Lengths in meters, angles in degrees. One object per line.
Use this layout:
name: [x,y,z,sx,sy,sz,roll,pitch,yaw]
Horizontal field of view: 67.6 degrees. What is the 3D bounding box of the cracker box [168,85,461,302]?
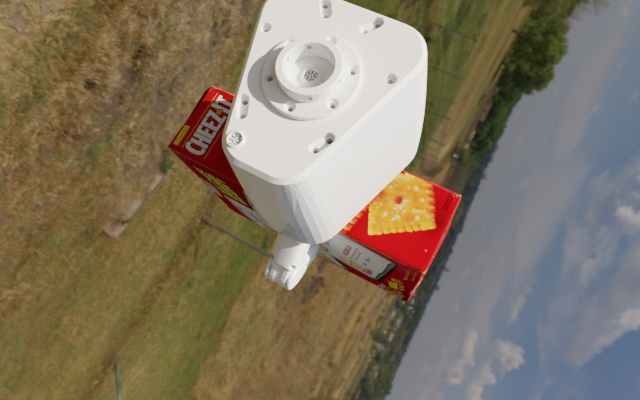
cracker box: [0.000,0.002,0.419,0.213,0.072,0.164,26,-13,14]
